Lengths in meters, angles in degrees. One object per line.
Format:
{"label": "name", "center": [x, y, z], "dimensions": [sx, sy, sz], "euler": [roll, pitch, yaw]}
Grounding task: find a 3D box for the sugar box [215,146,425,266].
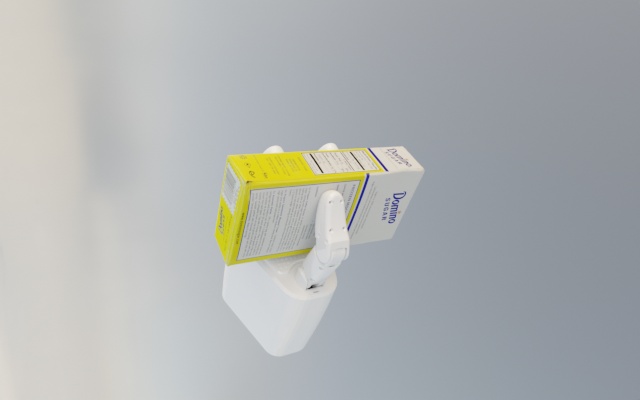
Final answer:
{"label": "sugar box", "center": [0.000, 0.001, 0.432], "dimensions": [0.176, 0.093, 0.048], "euler": [-7, 45, -31]}
